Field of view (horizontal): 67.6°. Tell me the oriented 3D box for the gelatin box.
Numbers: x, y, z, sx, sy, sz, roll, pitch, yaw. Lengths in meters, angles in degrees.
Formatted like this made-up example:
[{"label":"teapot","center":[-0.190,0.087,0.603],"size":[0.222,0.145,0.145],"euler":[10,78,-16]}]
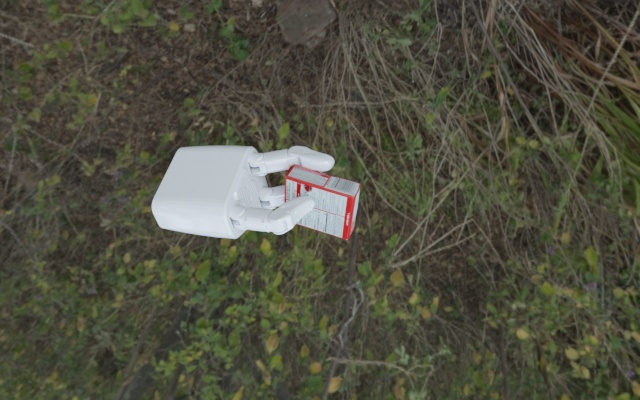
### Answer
[{"label":"gelatin box","center":[0.000,0.002,0.580],"size":[0.089,0.073,0.030],"euler":[17,44,13]}]
